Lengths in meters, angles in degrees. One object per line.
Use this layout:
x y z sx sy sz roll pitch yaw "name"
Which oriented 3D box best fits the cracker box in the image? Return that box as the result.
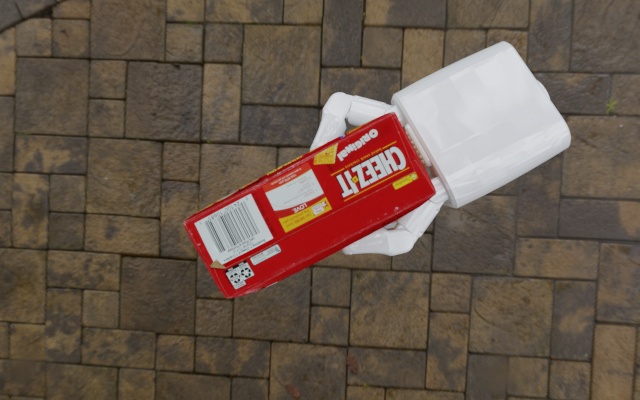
0.000 0.001 0.421 0.164 0.072 0.213 -28 0 5 "cracker box"
